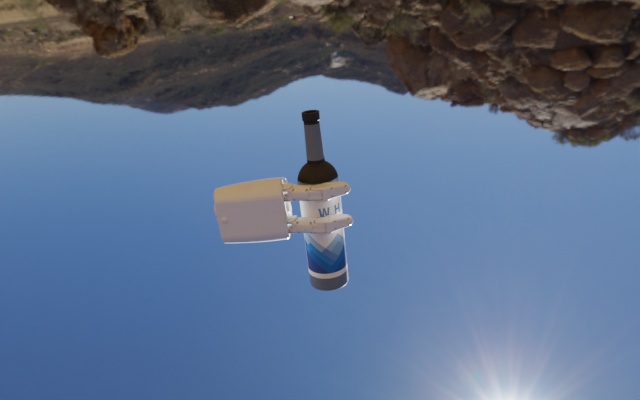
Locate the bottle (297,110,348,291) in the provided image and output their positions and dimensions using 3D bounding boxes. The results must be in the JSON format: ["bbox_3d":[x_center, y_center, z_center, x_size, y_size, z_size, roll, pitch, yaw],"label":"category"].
[{"bbox_3d":[0.000,0.003,0.770,0.069,0.296,0.069,-6,22,2],"label":"bottle"}]
